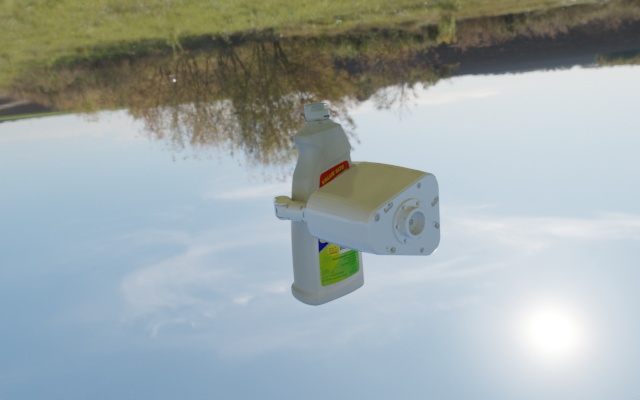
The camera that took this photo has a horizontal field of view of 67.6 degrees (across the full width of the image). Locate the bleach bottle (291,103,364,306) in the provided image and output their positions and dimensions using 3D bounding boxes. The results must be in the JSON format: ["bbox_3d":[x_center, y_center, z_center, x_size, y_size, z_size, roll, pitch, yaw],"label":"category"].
[{"bbox_3d":[0.000,0.002,0.623,0.102,0.251,0.068,-15,17,-33],"label":"bleach bottle"}]
